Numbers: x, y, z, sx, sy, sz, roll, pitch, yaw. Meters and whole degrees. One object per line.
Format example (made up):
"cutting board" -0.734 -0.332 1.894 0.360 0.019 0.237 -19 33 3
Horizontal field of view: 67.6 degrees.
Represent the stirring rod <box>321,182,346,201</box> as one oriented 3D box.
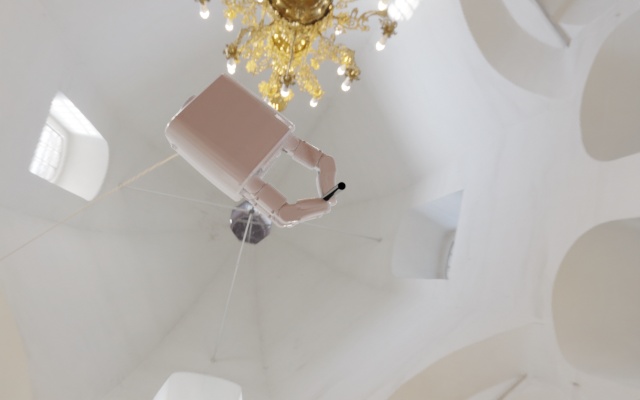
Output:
"stirring rod" 0.000 0.002 0.573 0.011 0.011 0.239 0 -8 -10
